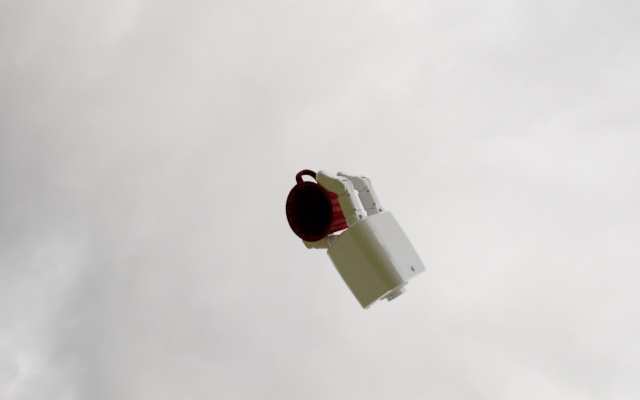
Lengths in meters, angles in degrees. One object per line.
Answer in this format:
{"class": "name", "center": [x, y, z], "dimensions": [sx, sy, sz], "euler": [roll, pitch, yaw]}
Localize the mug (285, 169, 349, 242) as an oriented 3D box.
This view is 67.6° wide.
{"class": "mug", "center": [0.000, 0.001, 0.751], "dimensions": [0.093, 0.117, 0.081], "euler": [-40, -18, 34]}
